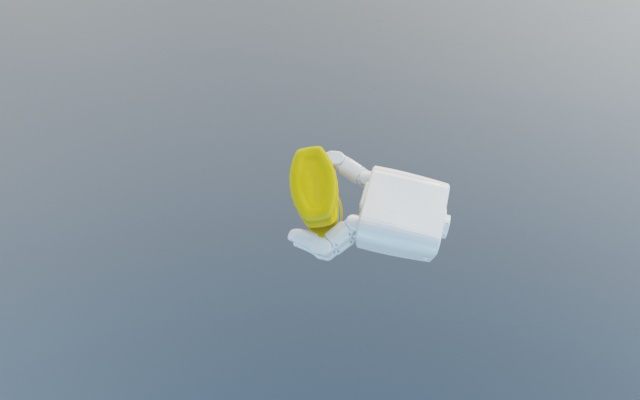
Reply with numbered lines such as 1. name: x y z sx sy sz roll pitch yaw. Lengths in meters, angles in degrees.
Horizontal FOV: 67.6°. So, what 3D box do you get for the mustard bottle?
1. mustard bottle: 0.000 0.002 0.656 0.058 0.096 0.192 -10 -15 3
